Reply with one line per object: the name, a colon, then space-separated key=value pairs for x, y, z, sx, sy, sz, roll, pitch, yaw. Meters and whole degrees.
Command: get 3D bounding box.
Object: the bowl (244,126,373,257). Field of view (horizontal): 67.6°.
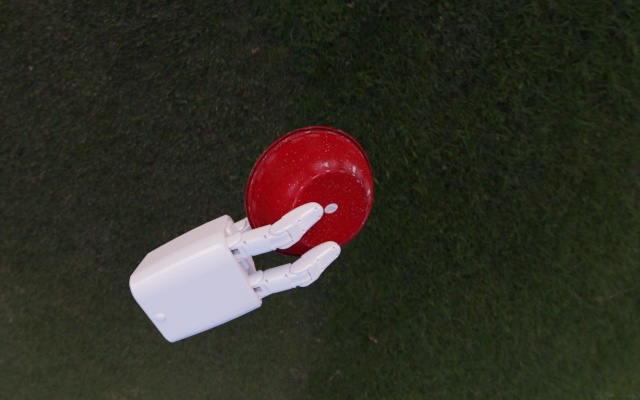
bowl: x=0.001 y=0.001 z=0.536 sx=0.162 sy=0.162 sz=0.055 roll=0 pitch=21 yaw=-26
